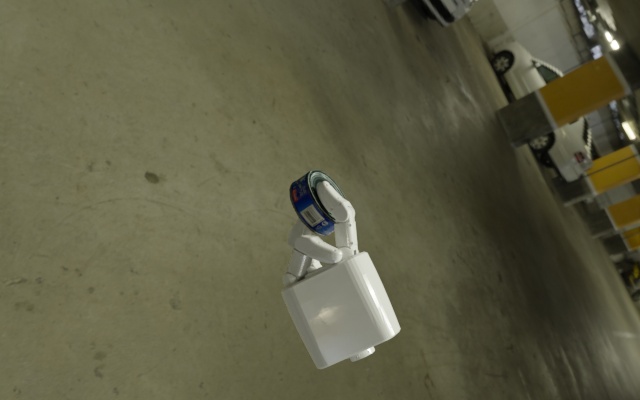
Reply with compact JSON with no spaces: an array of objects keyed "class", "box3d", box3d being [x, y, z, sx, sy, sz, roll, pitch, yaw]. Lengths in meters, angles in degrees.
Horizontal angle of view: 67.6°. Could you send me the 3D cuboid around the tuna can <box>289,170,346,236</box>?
[{"class":"tuna can","box3d":[0.000,0.002,0.636,0.034,0.086,0.086,-34,-17,27]}]
